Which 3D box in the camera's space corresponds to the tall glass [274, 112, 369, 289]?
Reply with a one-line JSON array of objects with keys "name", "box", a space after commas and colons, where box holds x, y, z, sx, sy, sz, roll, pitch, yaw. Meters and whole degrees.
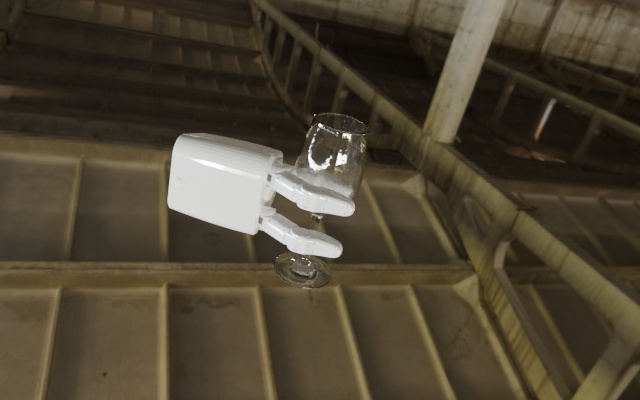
[{"name": "tall glass", "box": [0.000, 0.002, 0.557, 0.079, 0.201, 0.079, 12, 27, -6]}]
